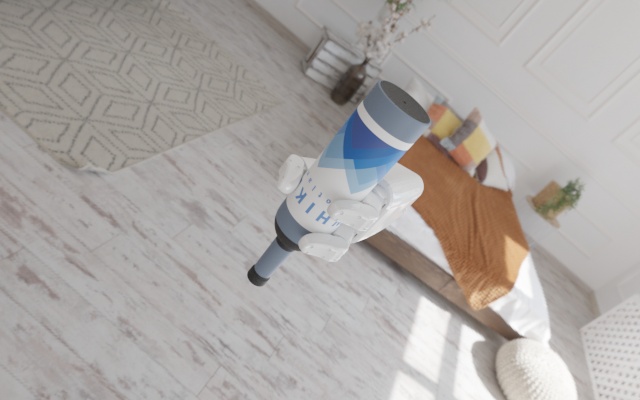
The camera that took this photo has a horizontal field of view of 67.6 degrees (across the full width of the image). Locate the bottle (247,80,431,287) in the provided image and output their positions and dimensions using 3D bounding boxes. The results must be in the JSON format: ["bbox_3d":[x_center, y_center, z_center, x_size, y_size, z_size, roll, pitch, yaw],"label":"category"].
[{"bbox_3d":[0.000,0.002,0.536,0.069,0.069,0.296,0,-41,-48],"label":"bottle"}]
